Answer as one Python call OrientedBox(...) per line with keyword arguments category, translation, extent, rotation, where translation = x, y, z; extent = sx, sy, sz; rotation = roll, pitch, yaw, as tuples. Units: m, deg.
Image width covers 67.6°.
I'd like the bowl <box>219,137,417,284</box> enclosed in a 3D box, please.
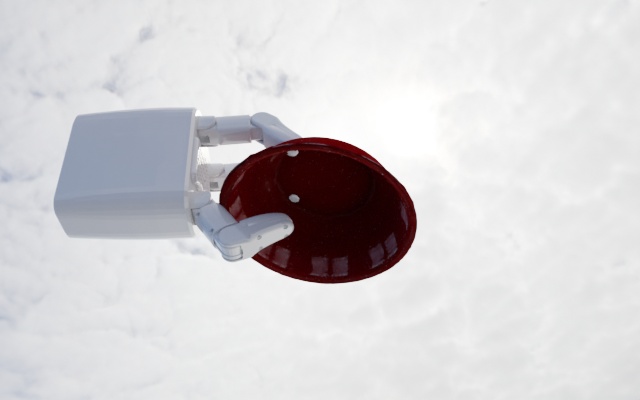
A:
OrientedBox(category="bowl", translation=(0.001, 0.001, 0.405), extent=(0.162, 0.162, 0.055), rotation=(0, 43, 11))
